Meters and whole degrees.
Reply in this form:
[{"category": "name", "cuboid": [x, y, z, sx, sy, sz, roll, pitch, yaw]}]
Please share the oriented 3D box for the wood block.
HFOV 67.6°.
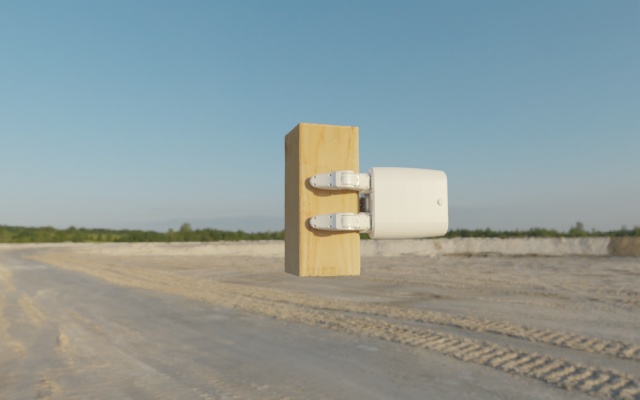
[{"category": "wood block", "cuboid": [0.000, 0.002, 0.689, 0.090, 0.206, 0.091, 1, -5, -17]}]
